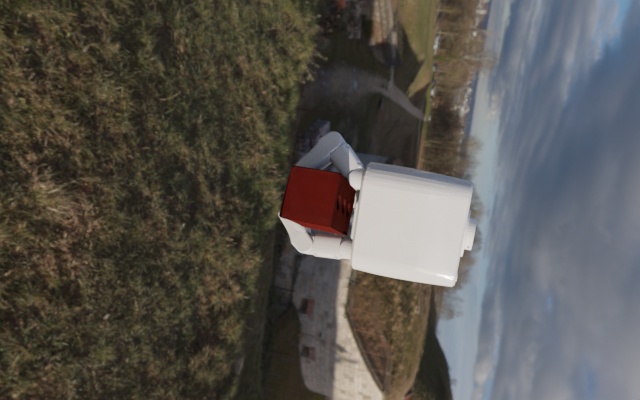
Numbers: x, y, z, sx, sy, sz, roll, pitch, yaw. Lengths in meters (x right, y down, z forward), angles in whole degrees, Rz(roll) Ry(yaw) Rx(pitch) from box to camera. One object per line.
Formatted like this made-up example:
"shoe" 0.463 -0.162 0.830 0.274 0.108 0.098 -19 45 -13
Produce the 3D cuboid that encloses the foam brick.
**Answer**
"foam brick" 0.000 0.002 0.478 0.051 0.053 0.078 11 -6 17
